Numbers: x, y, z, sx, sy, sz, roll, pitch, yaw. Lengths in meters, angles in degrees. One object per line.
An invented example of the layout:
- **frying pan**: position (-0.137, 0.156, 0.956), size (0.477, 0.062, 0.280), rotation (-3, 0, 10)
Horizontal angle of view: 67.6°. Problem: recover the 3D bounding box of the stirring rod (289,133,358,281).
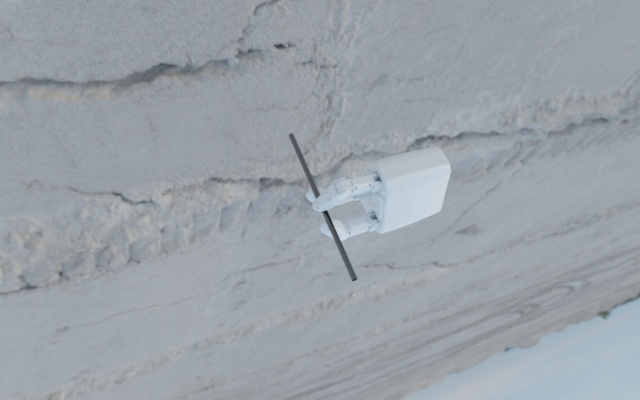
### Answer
- **stirring rod**: position (0.000, 0.002, 0.665), size (0.011, 0.239, 0.011), rotation (-20, -24, -9)
